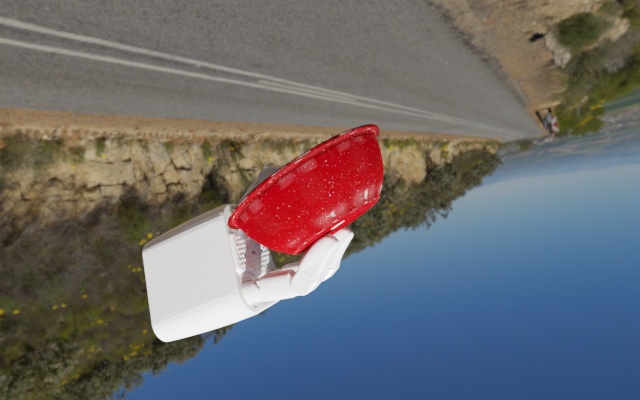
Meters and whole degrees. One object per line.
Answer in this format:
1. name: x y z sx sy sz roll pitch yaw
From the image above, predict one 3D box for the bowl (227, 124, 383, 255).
1. bowl: 0.001 0.001 0.429 0.162 0.055 0.162 -33 -9 -6
